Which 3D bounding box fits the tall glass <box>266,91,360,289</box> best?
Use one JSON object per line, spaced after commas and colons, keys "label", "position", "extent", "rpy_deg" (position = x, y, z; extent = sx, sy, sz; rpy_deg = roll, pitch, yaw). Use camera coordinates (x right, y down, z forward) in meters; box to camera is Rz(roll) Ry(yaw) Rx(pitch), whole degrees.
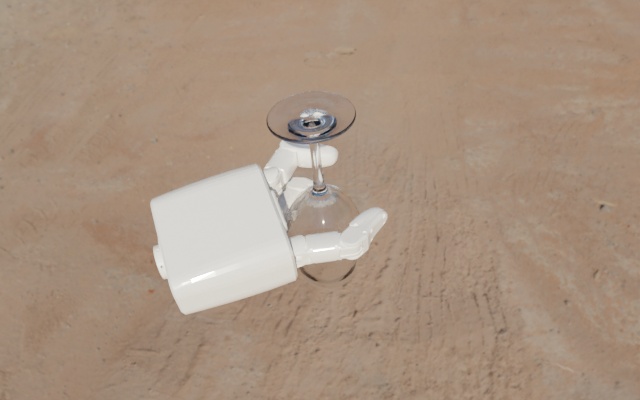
{"label": "tall glass", "position": [0.000, 0.001, 0.460], "extent": [0.079, 0.201, 0.079], "rpy_deg": [-4, 44, 3]}
